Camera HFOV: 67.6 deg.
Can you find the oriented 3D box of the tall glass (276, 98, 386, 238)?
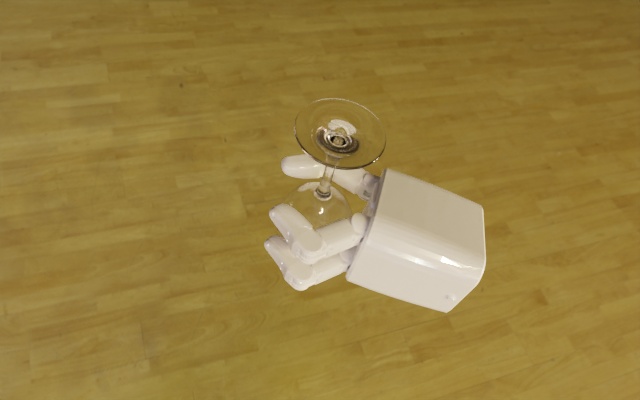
[{"bbox_3d":[0.000,0.001,0.456,0.079,0.079,0.201,0,-34,-12],"label":"tall glass"}]
